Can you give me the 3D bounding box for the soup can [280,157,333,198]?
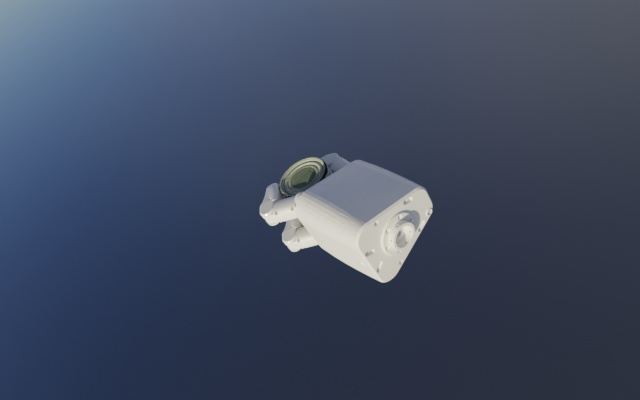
[{"bbox_3d":[0.000,0.002,0.619,0.068,0.068,0.102,0,-39,36],"label":"soup can"}]
